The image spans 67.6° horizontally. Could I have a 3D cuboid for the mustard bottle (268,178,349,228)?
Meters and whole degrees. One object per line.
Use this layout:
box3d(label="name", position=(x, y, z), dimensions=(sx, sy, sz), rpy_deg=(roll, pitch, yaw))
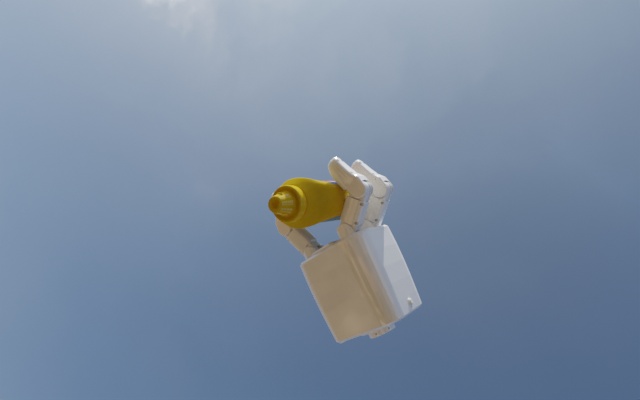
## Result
box3d(label="mustard bottle", position=(0.000, 0.002, 0.584), dimensions=(0.096, 0.058, 0.191), rpy_deg=(-3, 1, 31))
